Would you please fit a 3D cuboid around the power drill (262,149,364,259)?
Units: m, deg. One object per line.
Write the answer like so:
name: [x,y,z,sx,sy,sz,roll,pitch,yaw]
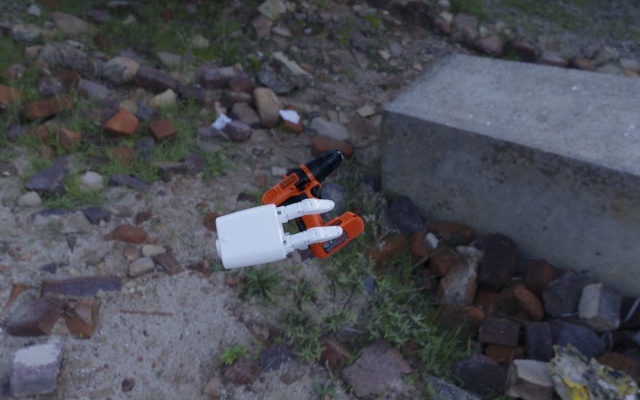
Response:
power drill: [0.000,0.003,0.897,0.184,0.187,0.057,-37,-38,-3]
